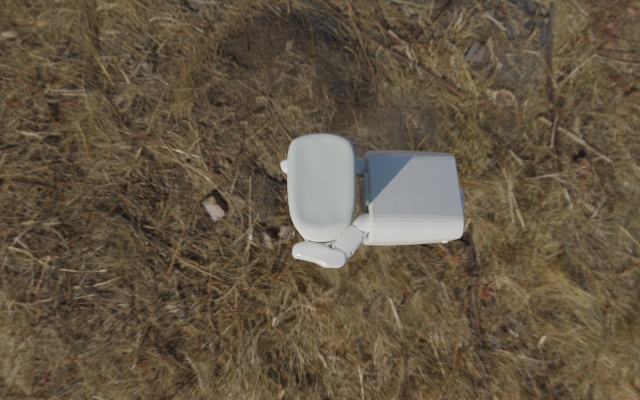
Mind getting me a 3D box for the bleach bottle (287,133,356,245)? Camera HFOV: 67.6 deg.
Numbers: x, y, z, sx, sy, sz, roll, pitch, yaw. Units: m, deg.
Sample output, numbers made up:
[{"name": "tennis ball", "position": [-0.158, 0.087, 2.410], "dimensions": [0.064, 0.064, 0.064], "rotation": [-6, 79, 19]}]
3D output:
[{"name": "bleach bottle", "position": [0.000, 0.002, 0.578], "dimensions": [0.068, 0.102, 0.251], "rotation": [0, -8, -1]}]
